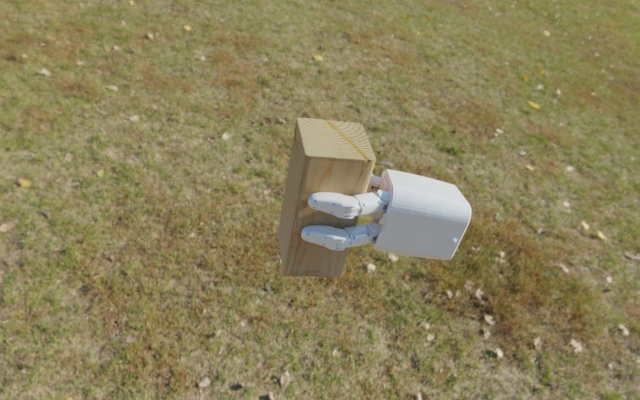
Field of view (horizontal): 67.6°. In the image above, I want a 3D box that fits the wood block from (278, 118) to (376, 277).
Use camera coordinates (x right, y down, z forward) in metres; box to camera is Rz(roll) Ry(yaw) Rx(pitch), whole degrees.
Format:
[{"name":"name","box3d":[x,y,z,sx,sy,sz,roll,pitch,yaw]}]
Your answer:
[{"name":"wood block","box3d":[0.000,0.002,0.654,0.090,0.206,0.090,3,38,-13]}]
